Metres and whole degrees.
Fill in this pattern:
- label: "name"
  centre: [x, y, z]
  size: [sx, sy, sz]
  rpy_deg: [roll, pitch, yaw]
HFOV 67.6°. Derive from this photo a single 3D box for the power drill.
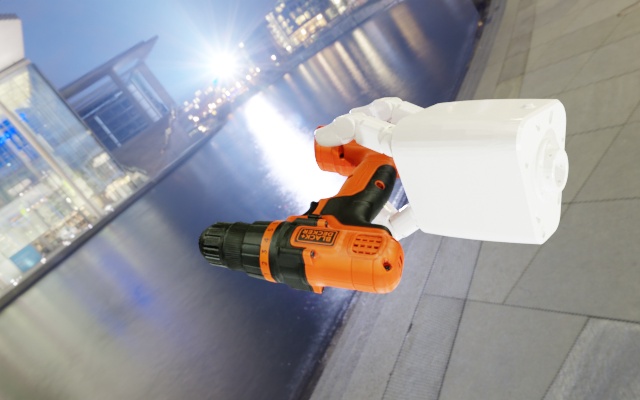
- label: "power drill"
  centre: [0.000, 0.001, 0.448]
  size: [0.184, 0.057, 0.187]
  rpy_deg: [6, 44, 21]
